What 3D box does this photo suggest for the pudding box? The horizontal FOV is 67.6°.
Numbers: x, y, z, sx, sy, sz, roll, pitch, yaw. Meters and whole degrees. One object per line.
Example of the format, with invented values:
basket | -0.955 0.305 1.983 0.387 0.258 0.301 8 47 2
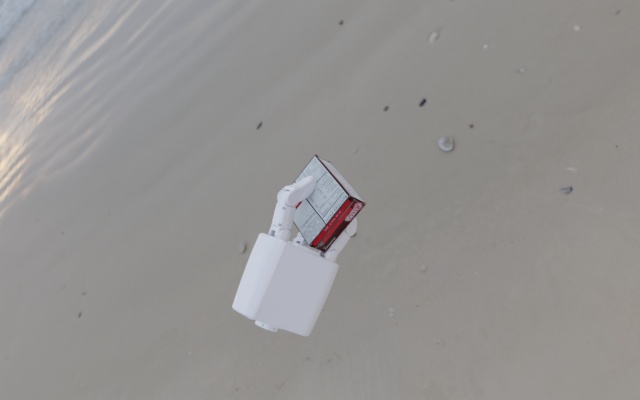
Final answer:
pudding box | 0.000 0.002 0.661 0.039 0.090 0.113 27 18 -43
